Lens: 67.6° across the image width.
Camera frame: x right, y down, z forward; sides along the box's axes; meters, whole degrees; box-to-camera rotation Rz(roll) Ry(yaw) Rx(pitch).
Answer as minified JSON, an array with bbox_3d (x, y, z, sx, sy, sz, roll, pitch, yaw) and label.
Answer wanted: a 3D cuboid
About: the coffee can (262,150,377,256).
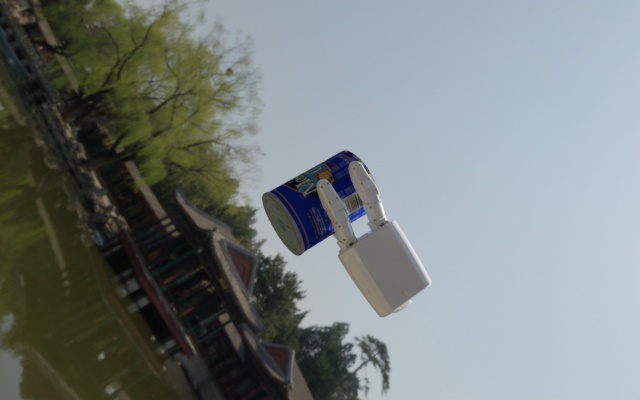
[{"bbox_3d":[0.000,0.002,0.702,0.140,0.103,0.103,-30,11,-19],"label":"coffee can"}]
